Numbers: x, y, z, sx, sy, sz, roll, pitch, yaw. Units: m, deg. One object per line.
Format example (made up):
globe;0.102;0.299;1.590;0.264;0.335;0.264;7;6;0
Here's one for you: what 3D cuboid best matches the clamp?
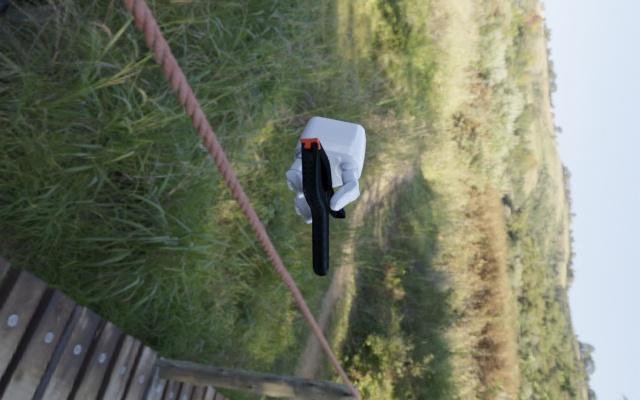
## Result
clamp;0.001;0.002;0.749;0.036;0.210;0.164;-2;41;16
